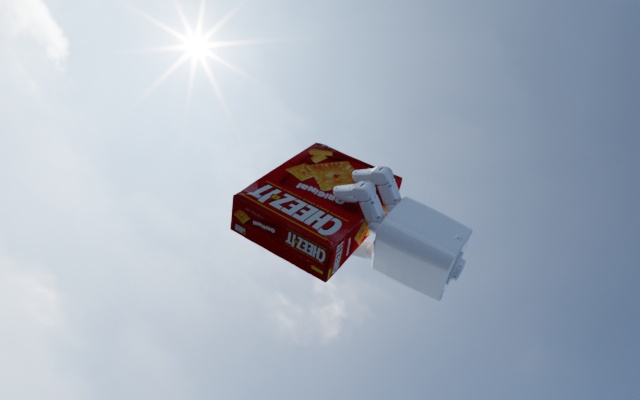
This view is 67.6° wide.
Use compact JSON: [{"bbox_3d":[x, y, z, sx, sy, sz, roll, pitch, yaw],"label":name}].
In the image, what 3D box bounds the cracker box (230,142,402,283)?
[{"bbox_3d":[0.000,0.002,0.703,0.164,0.072,0.213,26,38,22],"label":"cracker box"}]
